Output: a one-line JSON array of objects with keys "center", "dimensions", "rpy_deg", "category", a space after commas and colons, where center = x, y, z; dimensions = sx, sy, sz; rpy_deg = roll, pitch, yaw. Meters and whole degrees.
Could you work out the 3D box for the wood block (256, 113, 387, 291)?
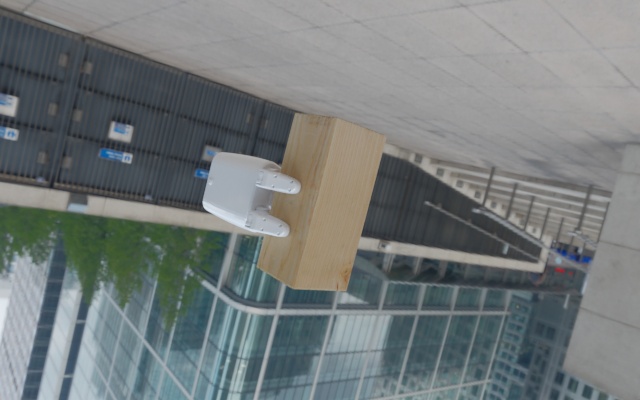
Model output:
[{"center": [0.000, 0.002, 0.613], "dimensions": [0.091, 0.206, 0.090], "rpy_deg": [11, 5, -41], "category": "wood block"}]
